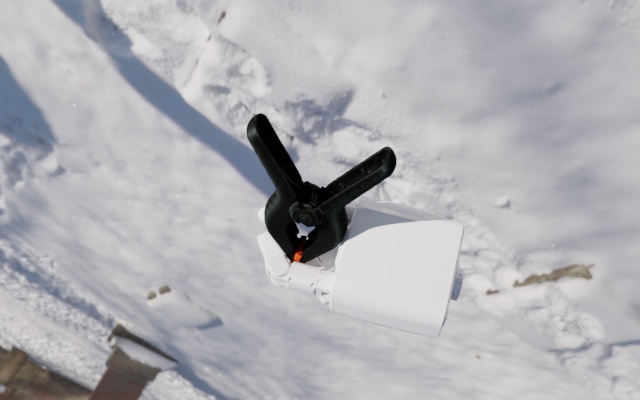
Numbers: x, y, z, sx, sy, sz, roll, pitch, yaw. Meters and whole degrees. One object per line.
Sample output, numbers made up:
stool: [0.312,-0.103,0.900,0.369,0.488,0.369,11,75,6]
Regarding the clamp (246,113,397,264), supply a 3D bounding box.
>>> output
clamp: [0.000,0.002,0.424,0.120,0.039,0.172,14,-39,12]
